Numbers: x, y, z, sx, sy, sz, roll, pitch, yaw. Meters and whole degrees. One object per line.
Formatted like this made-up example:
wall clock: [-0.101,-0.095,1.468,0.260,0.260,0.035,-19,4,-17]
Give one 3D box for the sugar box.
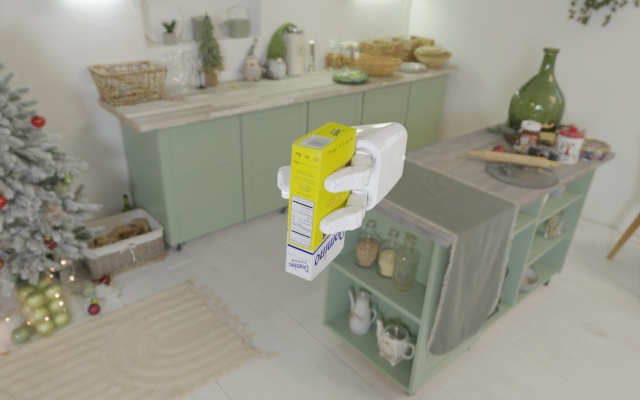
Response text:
sugar box: [0.001,0.002,0.589,0.048,0.176,0.093,16,31,25]
